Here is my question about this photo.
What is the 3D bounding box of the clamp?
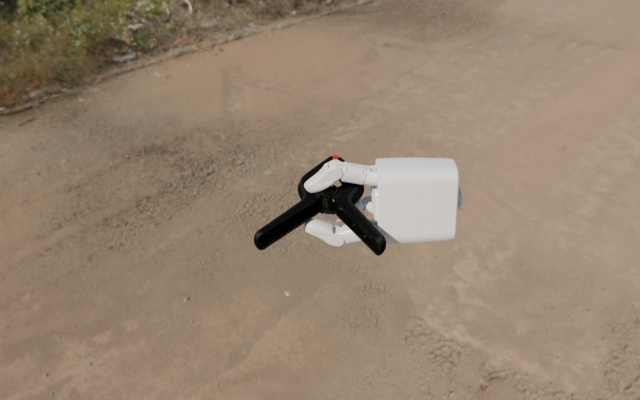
[{"bbox_3d":[0.000,0.001,0.658,0.164,0.036,0.209,-1,36,3],"label":"clamp"}]
